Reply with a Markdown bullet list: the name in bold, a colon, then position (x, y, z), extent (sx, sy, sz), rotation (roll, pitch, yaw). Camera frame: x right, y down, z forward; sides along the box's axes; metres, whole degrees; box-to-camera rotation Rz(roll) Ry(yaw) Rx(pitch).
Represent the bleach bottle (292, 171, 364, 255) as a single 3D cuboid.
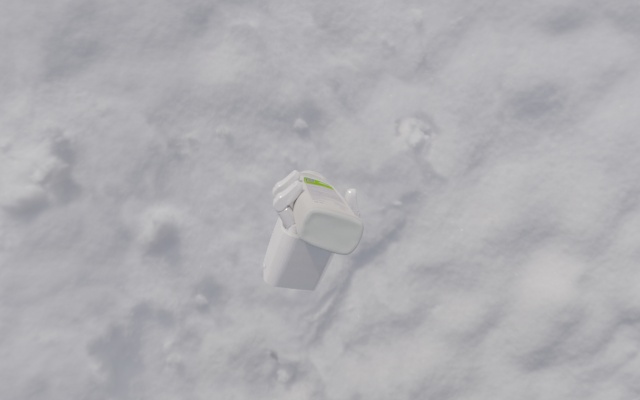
- **bleach bottle**: position (0.000, 0.003, 0.833), extent (0.102, 0.068, 0.250), rotation (18, 18, -13)
